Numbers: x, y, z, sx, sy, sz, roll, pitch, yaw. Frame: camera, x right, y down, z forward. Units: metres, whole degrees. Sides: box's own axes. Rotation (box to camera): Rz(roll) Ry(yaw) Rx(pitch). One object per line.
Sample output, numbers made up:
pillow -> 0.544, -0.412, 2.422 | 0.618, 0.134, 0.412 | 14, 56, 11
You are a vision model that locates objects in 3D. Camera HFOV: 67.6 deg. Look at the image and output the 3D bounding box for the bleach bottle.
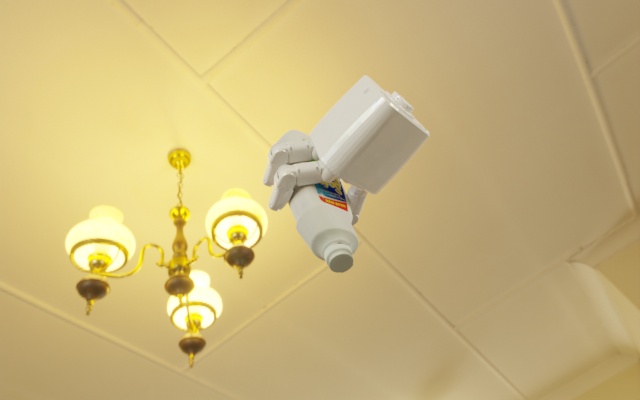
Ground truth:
bleach bottle -> 0.000, 0.002, 0.622 | 0.102, 0.068, 0.250 | 33, 20, -32
